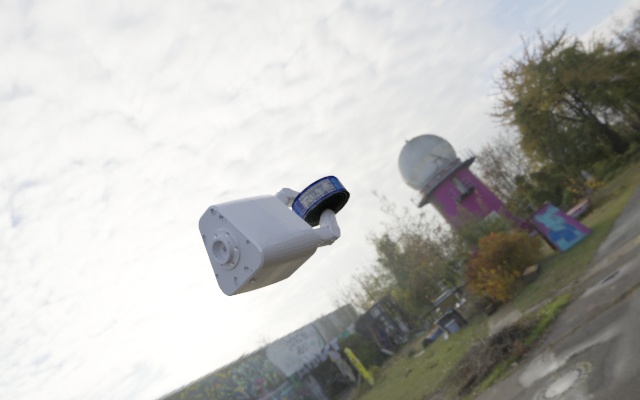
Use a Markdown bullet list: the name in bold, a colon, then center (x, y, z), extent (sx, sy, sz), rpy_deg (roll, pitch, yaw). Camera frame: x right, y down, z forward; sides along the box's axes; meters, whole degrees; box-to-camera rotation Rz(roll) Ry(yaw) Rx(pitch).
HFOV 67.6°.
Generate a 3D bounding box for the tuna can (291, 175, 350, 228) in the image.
- **tuna can**: center (0.000, 0.002, 0.706), extent (0.086, 0.033, 0.086), rpy_deg (-31, -21, -14)
